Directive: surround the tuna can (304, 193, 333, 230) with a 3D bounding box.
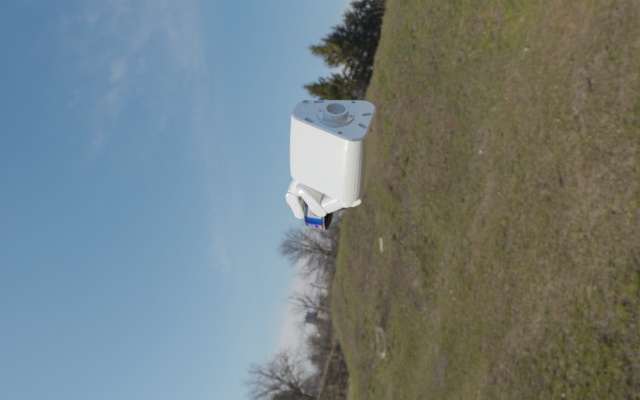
[{"bbox_3d":[0.000,0.002,0.765,0.034,0.086,0.086,8,1,11],"label":"tuna can"}]
